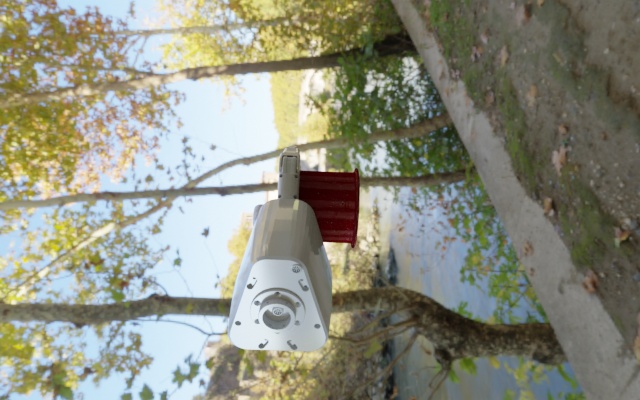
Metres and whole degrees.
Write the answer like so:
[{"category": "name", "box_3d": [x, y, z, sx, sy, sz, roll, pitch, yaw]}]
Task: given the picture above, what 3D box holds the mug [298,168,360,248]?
[{"category": "mug", "box_3d": [0.000, 0.001, 0.562, 0.081, 0.093, 0.117, 3, 26, -1]}]
